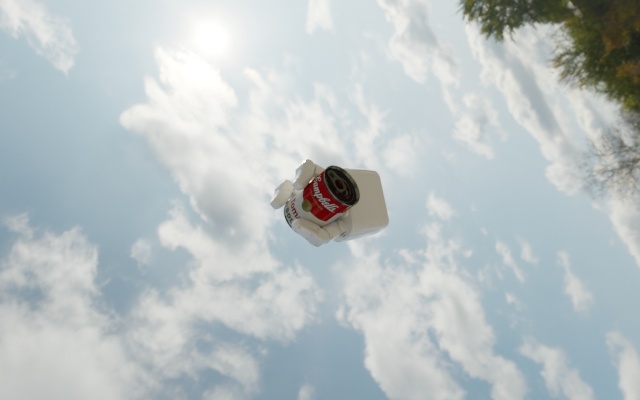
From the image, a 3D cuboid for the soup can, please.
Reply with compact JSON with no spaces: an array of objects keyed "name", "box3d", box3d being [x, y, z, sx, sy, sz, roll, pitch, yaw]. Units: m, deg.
[{"name":"soup can","box3d":[0.000,0.003,0.718,0.068,0.068,0.102,0,-29,-46]}]
